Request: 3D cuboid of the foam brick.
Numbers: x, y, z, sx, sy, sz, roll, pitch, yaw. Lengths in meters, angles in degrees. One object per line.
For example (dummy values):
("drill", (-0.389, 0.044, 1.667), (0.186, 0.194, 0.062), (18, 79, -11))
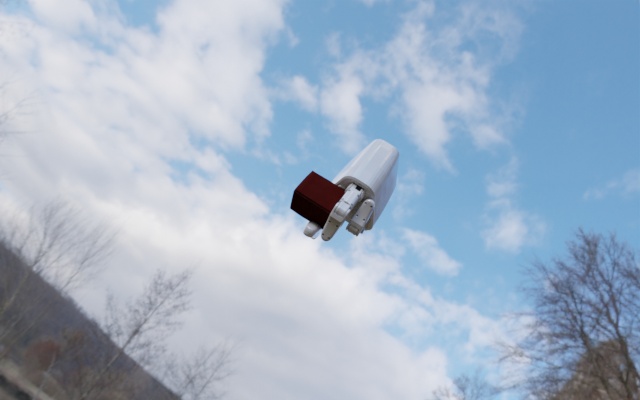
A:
("foam brick", (0.000, 0.002, 0.740), (0.078, 0.051, 0.053), (32, -34, 7))
